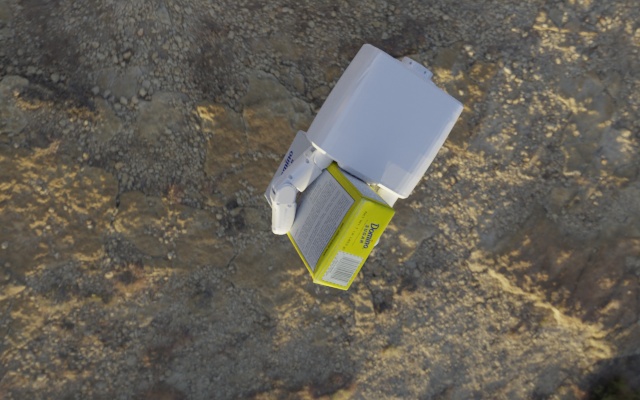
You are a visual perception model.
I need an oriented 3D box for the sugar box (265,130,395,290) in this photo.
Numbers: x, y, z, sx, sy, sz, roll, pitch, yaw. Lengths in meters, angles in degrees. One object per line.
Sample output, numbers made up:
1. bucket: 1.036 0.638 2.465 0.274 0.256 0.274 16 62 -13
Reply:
1. sugar box: 0.001 0.002 0.496 0.048 0.093 0.176 22 18 -28
